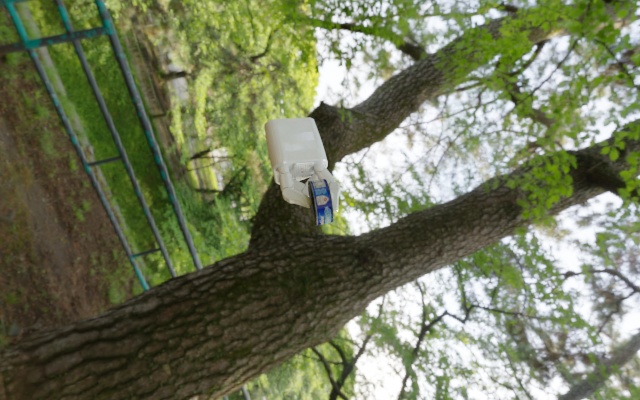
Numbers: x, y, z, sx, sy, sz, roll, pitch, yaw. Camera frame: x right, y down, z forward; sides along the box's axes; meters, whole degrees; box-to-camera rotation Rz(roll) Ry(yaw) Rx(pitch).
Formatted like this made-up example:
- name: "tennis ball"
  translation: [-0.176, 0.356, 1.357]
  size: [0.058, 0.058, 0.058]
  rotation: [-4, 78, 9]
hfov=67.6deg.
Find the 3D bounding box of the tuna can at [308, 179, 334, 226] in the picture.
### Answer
- name: "tuna can"
  translation: [0.001, 0.003, 0.900]
  size: [0.034, 0.086, 0.086]
  rotation: [-9, 1, -6]
